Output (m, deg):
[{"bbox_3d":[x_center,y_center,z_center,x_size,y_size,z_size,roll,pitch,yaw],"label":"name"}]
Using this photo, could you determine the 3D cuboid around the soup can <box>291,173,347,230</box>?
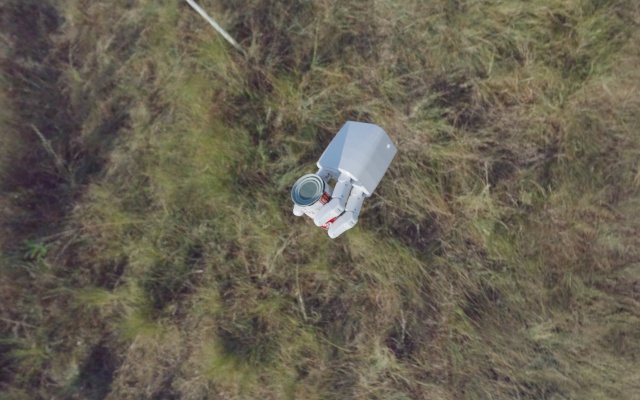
[{"bbox_3d":[0.000,0.003,0.873,0.068,0.068,0.102,0,-26,30],"label":"soup can"}]
